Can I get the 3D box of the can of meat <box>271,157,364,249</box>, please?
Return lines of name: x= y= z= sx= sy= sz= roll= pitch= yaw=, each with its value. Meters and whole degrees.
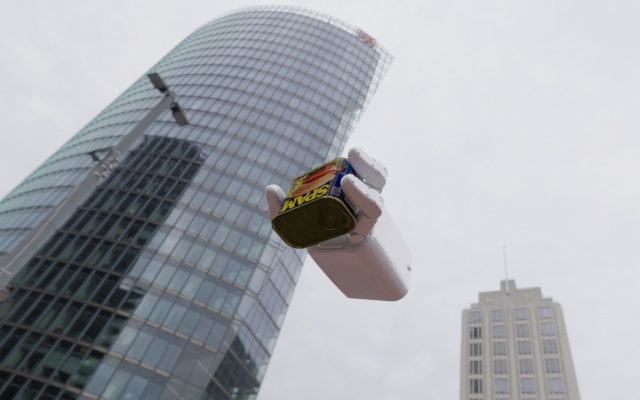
can of meat: x=0.000 y=0.002 z=0.582 sx=0.102 sy=0.057 sz=0.084 roll=-22 pitch=30 yaw=32
